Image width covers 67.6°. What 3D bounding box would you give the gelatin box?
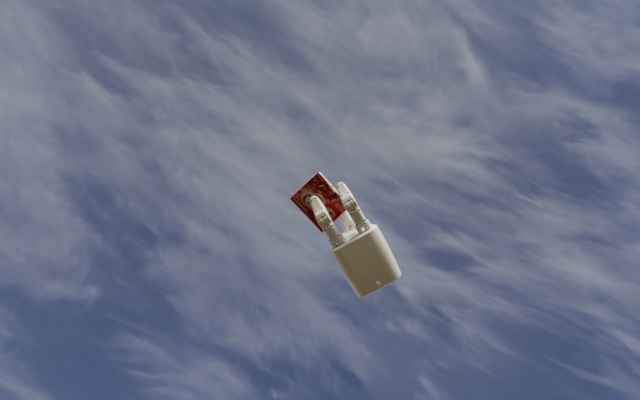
[{"bbox_3d":[0.000,0.003,0.891,0.073,0.089,0.030,-42,-1,9],"label":"gelatin box"}]
